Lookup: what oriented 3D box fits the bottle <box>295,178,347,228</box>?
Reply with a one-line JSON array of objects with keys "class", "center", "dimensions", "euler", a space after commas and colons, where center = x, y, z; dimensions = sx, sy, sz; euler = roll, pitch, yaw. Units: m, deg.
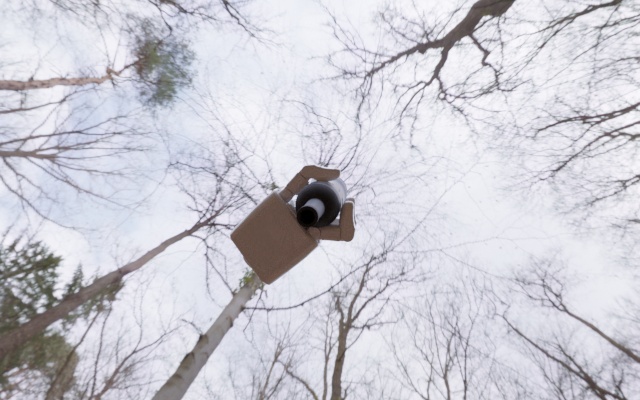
[{"class": "bottle", "center": [0.000, 0.002, 0.737], "dimensions": [0.069, 0.069, 0.295], "euler": [0, 7, 7]}]
